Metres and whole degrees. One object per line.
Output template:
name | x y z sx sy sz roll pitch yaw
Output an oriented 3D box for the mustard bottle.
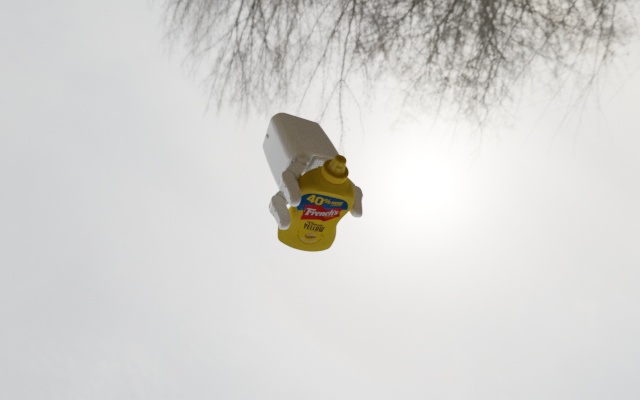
mustard bottle | 0.000 0.003 0.749 0.096 0.058 0.192 13 -46 -13
